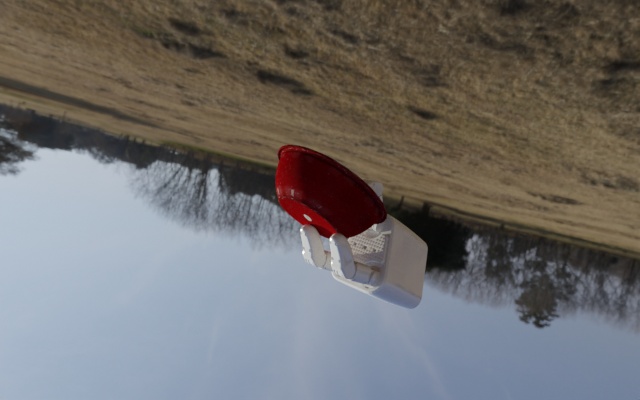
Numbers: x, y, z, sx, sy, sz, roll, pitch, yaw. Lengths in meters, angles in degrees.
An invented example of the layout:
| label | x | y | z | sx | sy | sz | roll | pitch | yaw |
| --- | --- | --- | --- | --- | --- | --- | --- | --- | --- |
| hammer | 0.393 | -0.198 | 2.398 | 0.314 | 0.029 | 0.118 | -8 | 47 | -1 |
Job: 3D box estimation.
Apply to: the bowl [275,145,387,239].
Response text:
| label | x | y | z | sx | sy | sz | roll | pitch | yaw |
| --- | --- | --- | --- | --- | --- | --- | --- | --- | --- |
| bowl | -0.001 | 0.002 | 0.599 | 0.162 | 0.055 | 0.162 | 31 | -17 | 11 |
